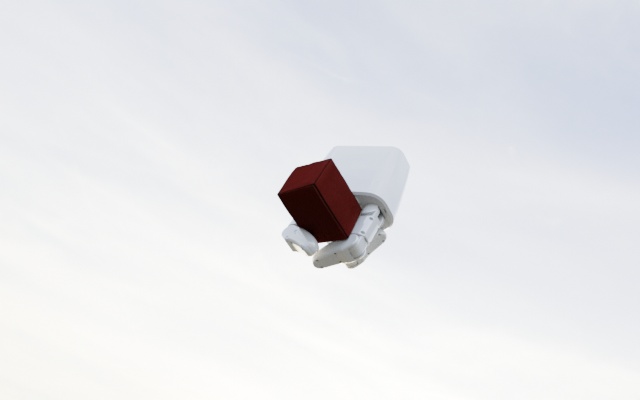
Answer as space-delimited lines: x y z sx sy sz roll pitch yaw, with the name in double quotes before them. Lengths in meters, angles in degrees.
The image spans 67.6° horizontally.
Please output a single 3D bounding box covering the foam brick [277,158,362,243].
"foam brick" 0.000 0.002 0.526 0.053 0.078 0.051 -11 34 35
